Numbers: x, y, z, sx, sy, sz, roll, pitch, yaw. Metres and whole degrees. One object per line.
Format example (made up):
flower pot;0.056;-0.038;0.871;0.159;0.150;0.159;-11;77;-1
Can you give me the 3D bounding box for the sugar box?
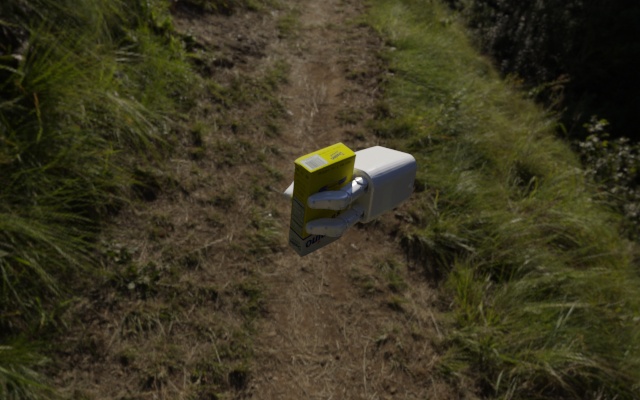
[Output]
sugar box;0.001;0.003;0.762;0.093;0.176;0.048;-24;46;-31
